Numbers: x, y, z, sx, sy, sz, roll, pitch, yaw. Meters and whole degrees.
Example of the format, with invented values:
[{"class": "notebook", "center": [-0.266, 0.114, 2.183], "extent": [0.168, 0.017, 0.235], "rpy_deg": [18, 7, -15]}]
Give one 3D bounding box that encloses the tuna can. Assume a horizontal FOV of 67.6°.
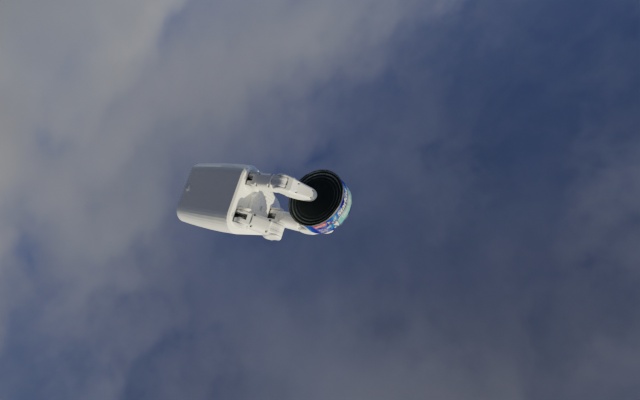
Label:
[{"class": "tuna can", "center": [0.000, 0.002, 0.664], "extent": [0.086, 0.086, 0.034], "rpy_deg": [0, -25, 32]}]
